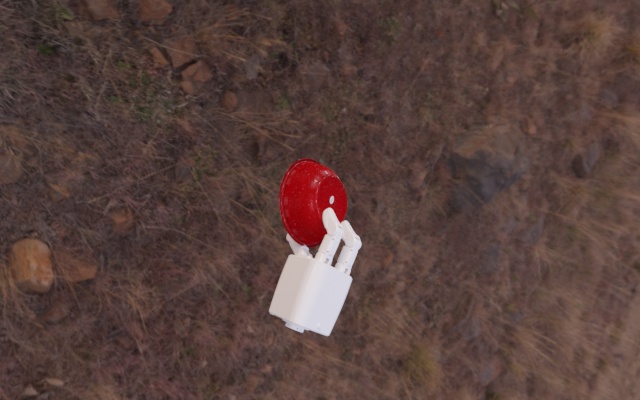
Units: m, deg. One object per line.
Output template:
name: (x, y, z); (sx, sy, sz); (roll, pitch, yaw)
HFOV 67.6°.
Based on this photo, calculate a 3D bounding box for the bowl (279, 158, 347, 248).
bowl: (0.001, 0.001, 0.848); (0.055, 0.162, 0.162); (-4, -3, 38)
